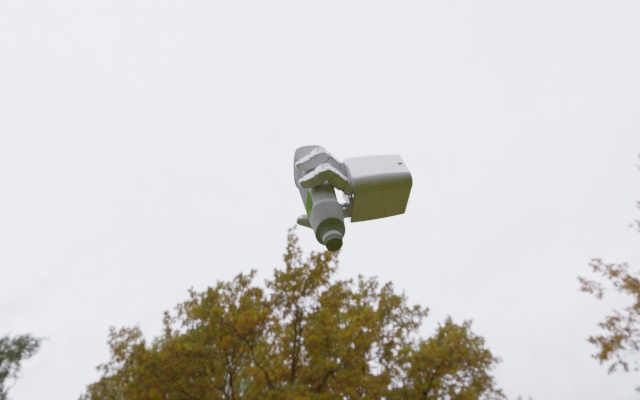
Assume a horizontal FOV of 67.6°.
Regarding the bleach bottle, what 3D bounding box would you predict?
[{"bbox_3d":[0.000,0.003,0.839,0.068,0.103,0.250,-7,36,-7],"label":"bleach bottle"}]
